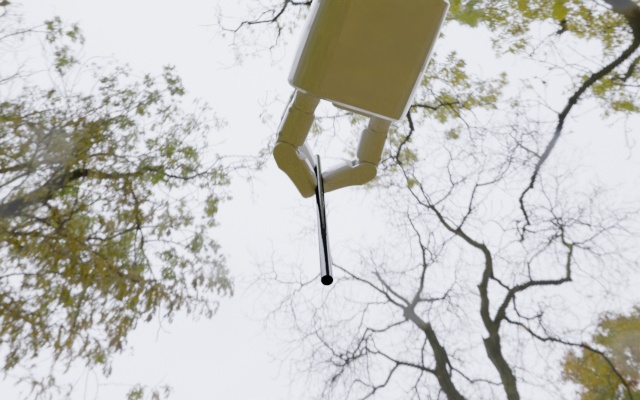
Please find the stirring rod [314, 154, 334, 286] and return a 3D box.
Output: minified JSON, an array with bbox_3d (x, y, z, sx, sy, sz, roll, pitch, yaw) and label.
[{"bbox_3d":[0.000,0.001,0.401,0.011,0.011,0.239,0,23,-2],"label":"stirring rod"}]
